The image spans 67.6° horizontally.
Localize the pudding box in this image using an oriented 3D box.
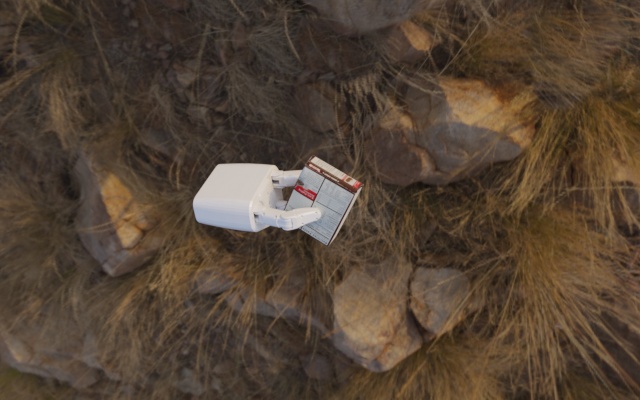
[{"bbox_3d":[0.000,0.002,0.724,0.090,0.114,0.039,30,36,6],"label":"pudding box"}]
